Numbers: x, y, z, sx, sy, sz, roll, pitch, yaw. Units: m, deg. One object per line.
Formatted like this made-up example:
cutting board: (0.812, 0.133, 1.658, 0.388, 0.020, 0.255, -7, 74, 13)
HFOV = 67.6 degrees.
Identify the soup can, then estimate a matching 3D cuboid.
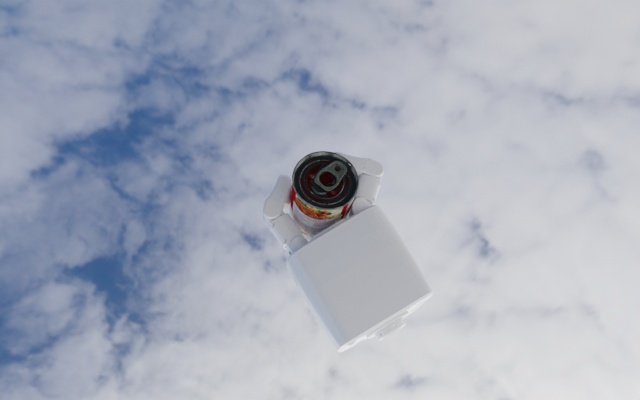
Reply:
soup can: (0.000, 0.002, 0.523, 0.068, 0.068, 0.102, 0, -27, -7)
